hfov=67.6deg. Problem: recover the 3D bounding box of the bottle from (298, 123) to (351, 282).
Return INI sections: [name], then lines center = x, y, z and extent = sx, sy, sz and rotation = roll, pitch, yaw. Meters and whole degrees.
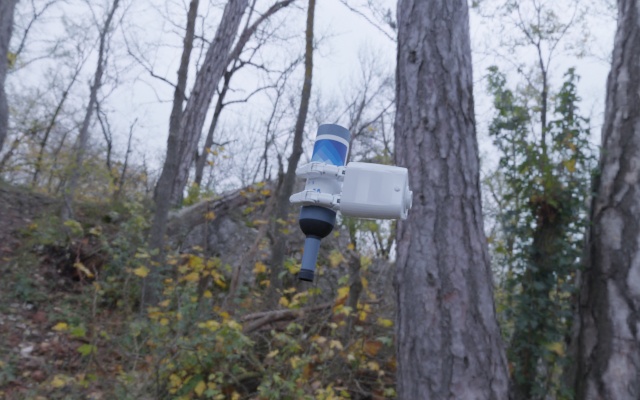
[bottle]
center = 0.000, 0.003, 0.885
extent = 0.069, 0.295, 0.069
rotation = 10, -18, 3
